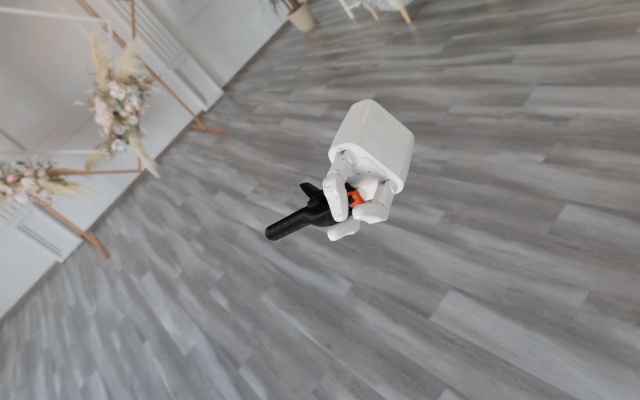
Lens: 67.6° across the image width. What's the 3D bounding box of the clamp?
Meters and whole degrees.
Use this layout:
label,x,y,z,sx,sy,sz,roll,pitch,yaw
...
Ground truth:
label,x,y,z,sx,sy,sz,roll,pitch,yaw
clamp,0.000,0.002,0.708,0.171,0.120,0.039,-13,-50,38
